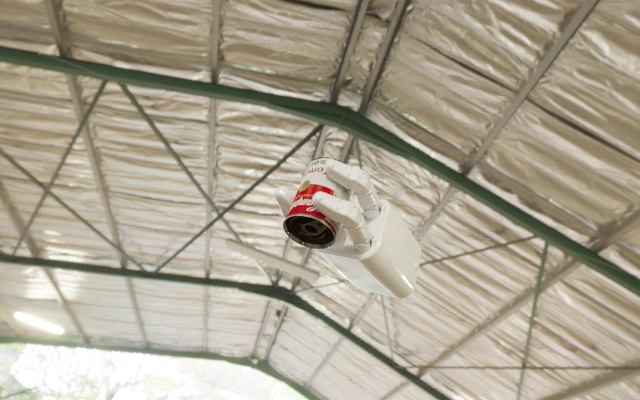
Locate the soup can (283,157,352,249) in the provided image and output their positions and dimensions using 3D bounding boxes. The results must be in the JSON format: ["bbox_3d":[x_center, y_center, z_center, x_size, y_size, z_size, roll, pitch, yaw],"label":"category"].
[{"bbox_3d":[0.000,0.001,0.618,0.068,0.102,0.069,13,-37,10],"label":"soup can"}]
